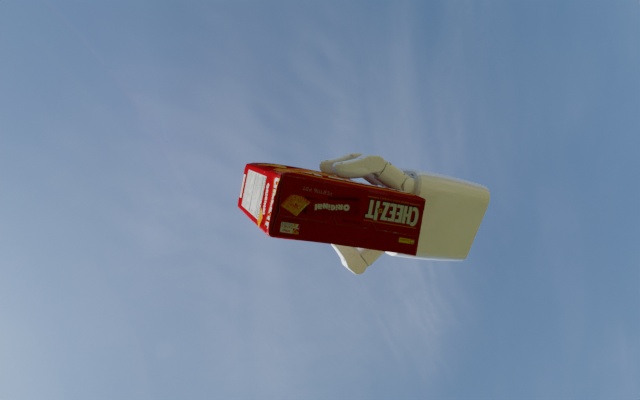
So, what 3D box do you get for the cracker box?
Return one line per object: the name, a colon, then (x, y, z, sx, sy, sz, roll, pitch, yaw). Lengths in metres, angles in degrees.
cracker box: (0.000, 0.002, 0.576, 0.164, 0.072, 0.213, 9, 4, -19)
